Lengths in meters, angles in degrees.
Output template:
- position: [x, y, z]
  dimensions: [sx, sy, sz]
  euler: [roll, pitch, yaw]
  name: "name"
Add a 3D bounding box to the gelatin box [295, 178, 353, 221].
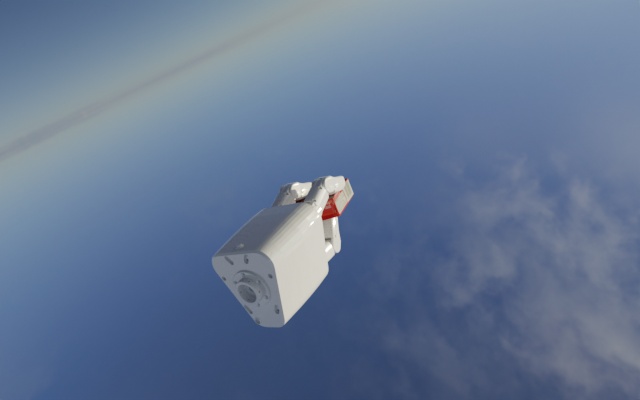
- position: [0.000, 0.003, 0.679]
  dimensions: [0.073, 0.030, 0.089]
  euler: [-15, 16, 23]
  name: "gelatin box"
